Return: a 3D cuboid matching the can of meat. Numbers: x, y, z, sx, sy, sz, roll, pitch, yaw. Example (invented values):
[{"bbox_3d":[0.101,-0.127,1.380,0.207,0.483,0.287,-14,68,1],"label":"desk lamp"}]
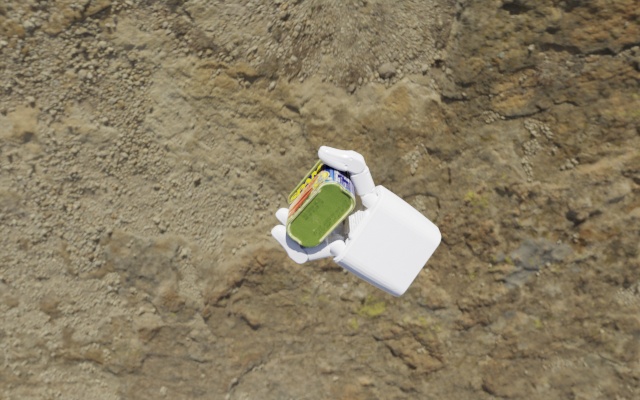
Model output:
[{"bbox_3d":[0.000,0.002,0.621,0.057,0.102,0.084,36,22,-16],"label":"can of meat"}]
